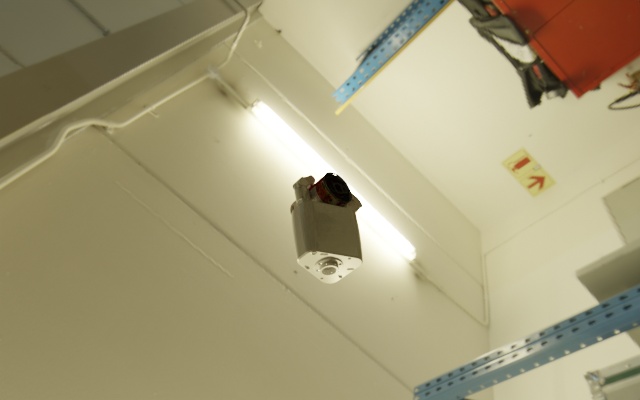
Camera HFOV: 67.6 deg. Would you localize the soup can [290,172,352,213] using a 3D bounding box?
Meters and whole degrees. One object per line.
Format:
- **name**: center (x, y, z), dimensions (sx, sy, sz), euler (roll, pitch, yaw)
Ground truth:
- **soup can**: center (0.000, 0.003, 0.889), dimensions (0.102, 0.068, 0.068), euler (-40, -24, 32)
